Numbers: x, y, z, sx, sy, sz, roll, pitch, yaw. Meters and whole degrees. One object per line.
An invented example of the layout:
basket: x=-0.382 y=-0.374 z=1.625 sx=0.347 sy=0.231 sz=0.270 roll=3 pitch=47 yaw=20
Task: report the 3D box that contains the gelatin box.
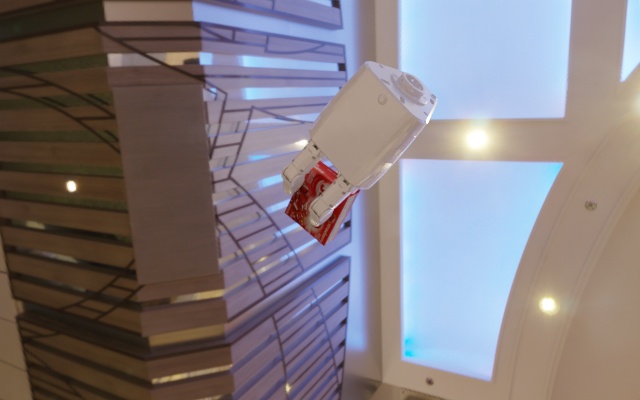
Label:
gelatin box: x=0.000 y=0.002 z=0.618 sx=0.073 sy=0.089 sz=0.030 roll=39 pitch=36 yaw=19
